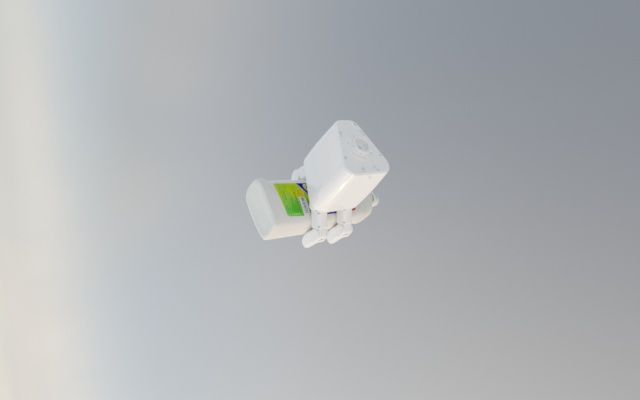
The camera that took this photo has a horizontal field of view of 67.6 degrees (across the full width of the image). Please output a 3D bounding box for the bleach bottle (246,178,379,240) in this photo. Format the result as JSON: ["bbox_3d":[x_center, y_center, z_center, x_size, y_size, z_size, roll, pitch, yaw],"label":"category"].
[{"bbox_3d":[0.000,0.003,0.852,0.251,0.102,0.068,-8,-26,-37],"label":"bleach bottle"}]
